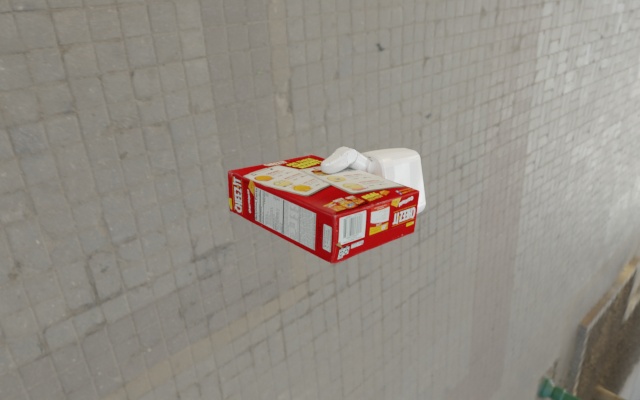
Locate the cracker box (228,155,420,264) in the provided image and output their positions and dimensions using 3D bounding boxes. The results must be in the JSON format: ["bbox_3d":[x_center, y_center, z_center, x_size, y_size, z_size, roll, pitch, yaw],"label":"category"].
[{"bbox_3d":[0.000,0.002,0.658,0.164,0.072,0.213,-15,27,-42],"label":"cracker box"}]
